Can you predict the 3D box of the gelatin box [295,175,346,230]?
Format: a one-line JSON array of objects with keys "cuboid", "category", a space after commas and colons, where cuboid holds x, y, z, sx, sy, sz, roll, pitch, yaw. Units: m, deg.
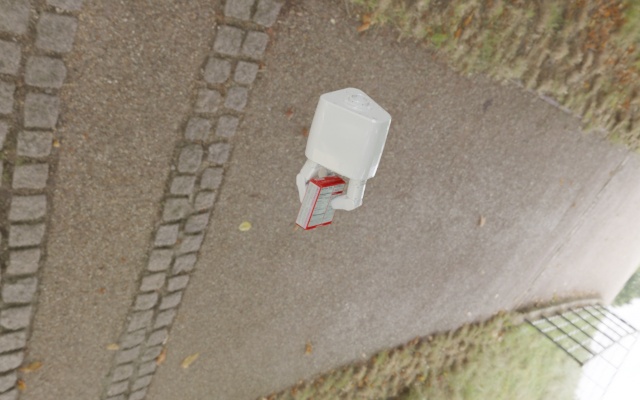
[{"cuboid": [0.000, 0.003, 0.826, 0.030, 0.089, 0.073, 32, 26, 30], "category": "gelatin box"}]
